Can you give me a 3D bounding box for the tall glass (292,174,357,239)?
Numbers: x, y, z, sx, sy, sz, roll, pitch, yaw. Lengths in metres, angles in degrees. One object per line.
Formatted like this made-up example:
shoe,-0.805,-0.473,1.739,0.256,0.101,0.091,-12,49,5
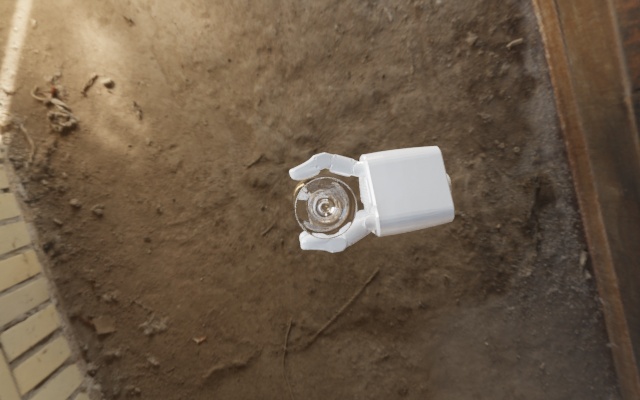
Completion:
tall glass,0.000,0.002,0.664,0.079,0.079,0.201,0,4,-4
